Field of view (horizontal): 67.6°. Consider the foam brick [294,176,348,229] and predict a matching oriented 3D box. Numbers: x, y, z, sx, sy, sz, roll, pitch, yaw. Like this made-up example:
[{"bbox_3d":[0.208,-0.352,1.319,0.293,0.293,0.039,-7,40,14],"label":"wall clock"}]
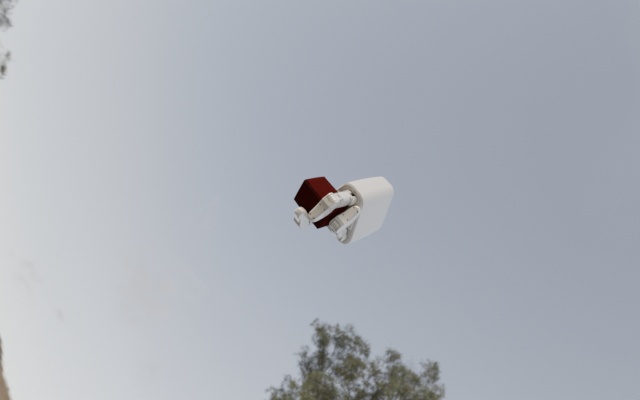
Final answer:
[{"bbox_3d":[0.000,0.003,0.861,0.051,0.078,0.053,-16,-31,-45],"label":"foam brick"}]
